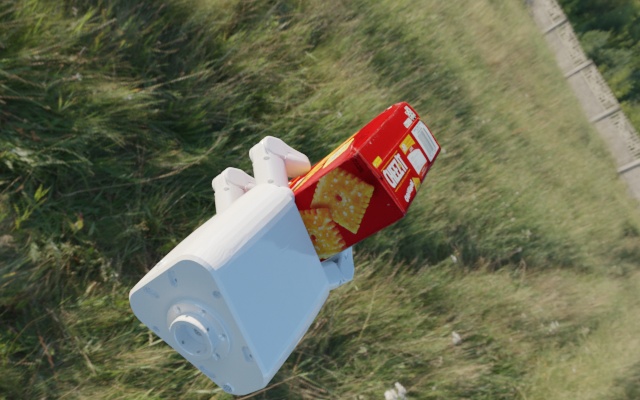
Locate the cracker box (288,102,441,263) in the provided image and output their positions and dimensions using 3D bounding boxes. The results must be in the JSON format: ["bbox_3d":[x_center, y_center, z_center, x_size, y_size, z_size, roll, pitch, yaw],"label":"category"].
[{"bbox_3d":[0.000,0.002,0.472,0.214,0.072,0.164,-32,9,33],"label":"cracker box"}]
